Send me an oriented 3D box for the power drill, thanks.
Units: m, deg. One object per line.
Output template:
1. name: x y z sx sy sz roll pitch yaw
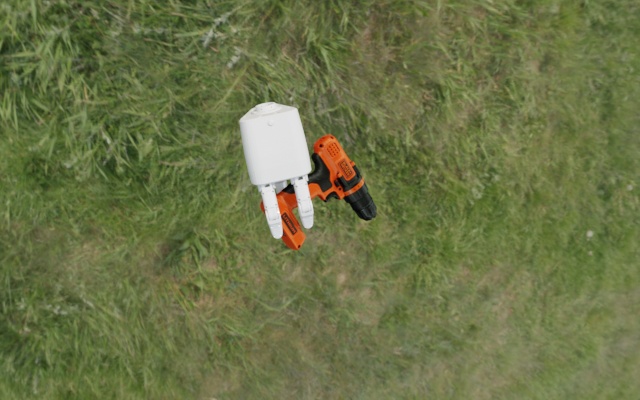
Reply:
1. power drill: 0.000 0.003 0.862 0.187 0.184 0.057 -40 18 -20
